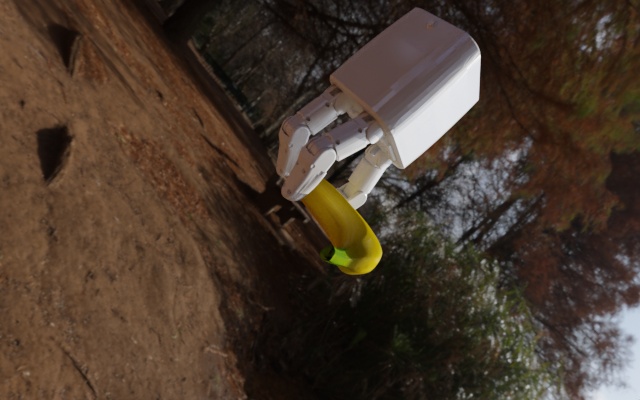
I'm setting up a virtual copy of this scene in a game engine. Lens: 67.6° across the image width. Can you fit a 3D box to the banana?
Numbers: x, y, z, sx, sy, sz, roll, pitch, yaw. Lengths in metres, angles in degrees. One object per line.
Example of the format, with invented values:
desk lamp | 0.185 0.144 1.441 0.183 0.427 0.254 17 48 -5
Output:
banana | 0.012 0.015 0.426 0.037 0.070 0.197 -41 25 4
